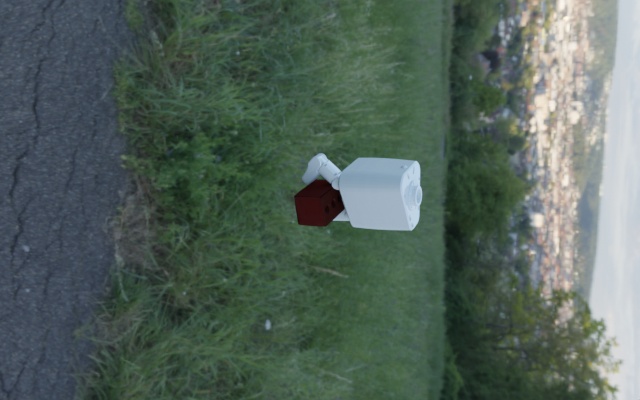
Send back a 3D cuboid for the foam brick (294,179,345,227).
[{"bbox_3d":[0.000,0.003,0.786,0.051,0.053,0.078,5,26,29],"label":"foam brick"}]
